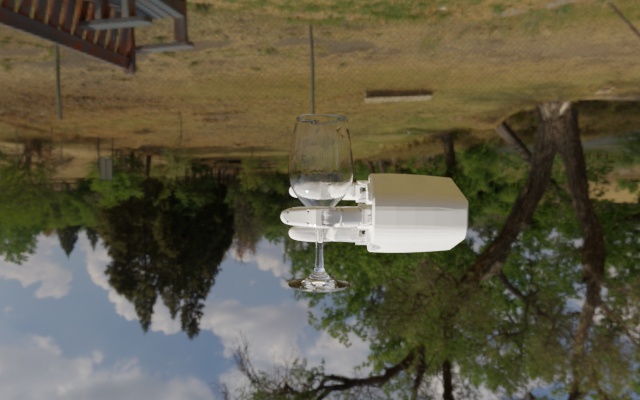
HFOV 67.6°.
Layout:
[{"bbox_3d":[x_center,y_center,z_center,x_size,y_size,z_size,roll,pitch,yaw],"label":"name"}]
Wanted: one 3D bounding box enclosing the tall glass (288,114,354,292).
[{"bbox_3d":[0.000,0.003,0.568,0.079,0.201,0.079,1,2,0],"label":"tall glass"}]
